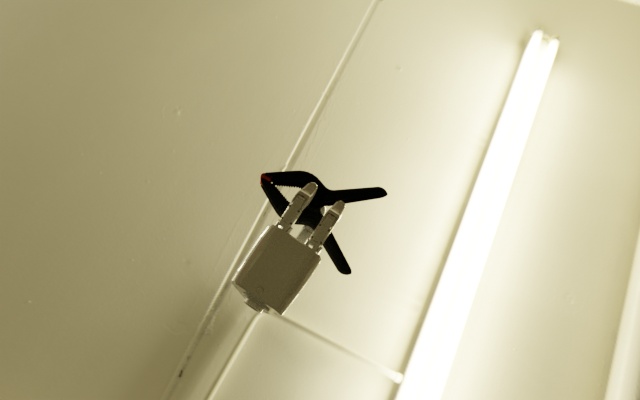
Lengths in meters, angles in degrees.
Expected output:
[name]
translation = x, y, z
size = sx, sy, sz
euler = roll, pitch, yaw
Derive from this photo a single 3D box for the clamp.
[clamp]
translation = -0.001, 0.003, 0.792
size = 0.210, 0.164, 0.036
euler = 33, -23, 5
